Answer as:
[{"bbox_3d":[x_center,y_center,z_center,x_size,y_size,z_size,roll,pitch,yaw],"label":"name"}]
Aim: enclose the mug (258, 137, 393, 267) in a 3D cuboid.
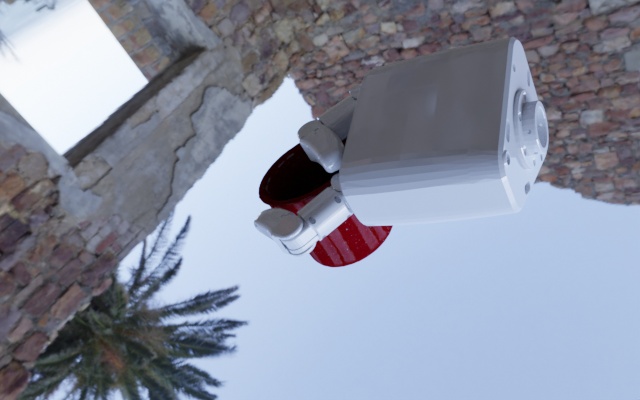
[{"bbox_3d":[-0.001,0.002,0.403,0.117,0.081,0.093,-5,40,39],"label":"mug"}]
